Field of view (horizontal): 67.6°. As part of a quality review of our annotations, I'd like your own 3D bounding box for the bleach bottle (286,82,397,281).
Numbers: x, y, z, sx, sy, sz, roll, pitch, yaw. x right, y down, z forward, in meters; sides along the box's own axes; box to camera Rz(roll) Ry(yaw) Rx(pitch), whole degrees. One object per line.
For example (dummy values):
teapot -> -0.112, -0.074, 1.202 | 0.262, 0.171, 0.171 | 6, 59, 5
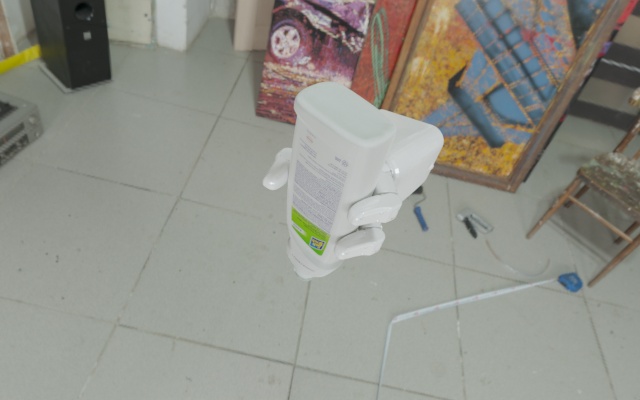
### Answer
bleach bottle -> 0.000, 0.002, 0.535 | 0.102, 0.251, 0.068 | 40, 49, 22
